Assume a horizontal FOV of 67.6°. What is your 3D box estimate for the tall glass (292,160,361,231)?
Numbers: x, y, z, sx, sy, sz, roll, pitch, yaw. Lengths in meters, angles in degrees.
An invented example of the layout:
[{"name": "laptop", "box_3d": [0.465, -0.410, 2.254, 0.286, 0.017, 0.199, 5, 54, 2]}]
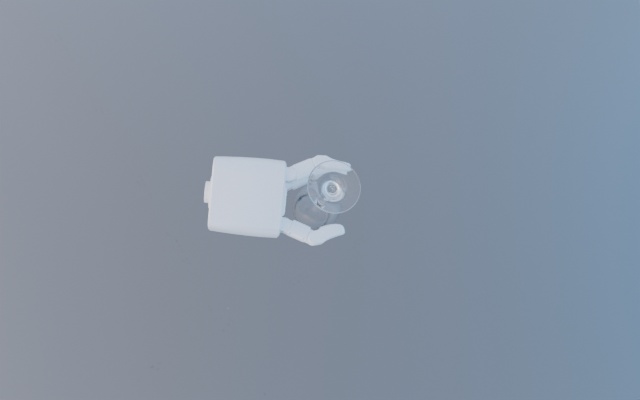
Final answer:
[{"name": "tall glass", "box_3d": [0.000, 0.002, 0.742, 0.079, 0.079, 0.201, 0, -12, -11]}]
